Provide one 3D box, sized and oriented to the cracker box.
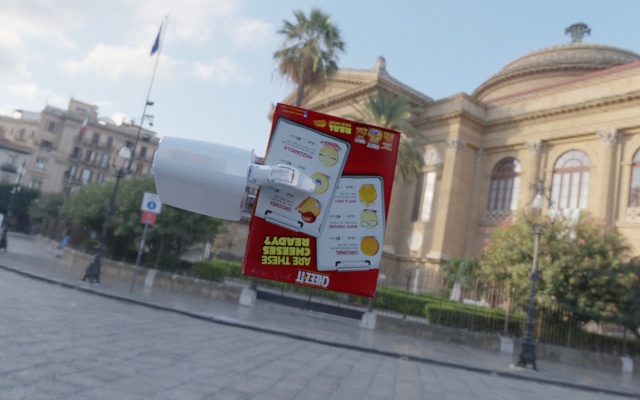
[{"bbox_3d":[0.000,0.002,0.606,0.164,0.213,0.072,12,-9,-9],"label":"cracker box"}]
